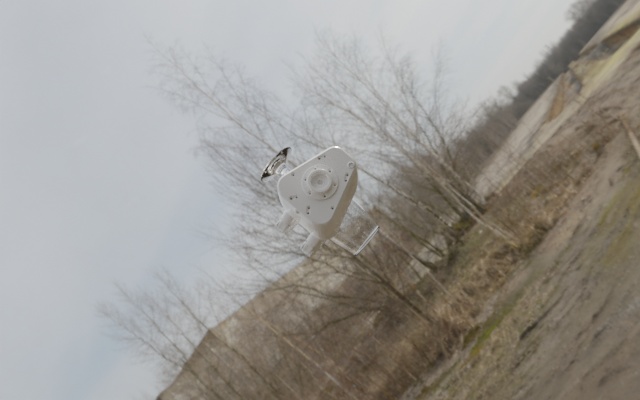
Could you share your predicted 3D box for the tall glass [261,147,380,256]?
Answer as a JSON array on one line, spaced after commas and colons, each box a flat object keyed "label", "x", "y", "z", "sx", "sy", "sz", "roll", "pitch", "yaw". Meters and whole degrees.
[{"label": "tall glass", "x": 0.000, "y": 0.002, "z": 0.779, "sx": 0.201, "sy": 0.079, "sz": 0.079, "roll": 40, "pitch": 9, "yaw": 11}]
